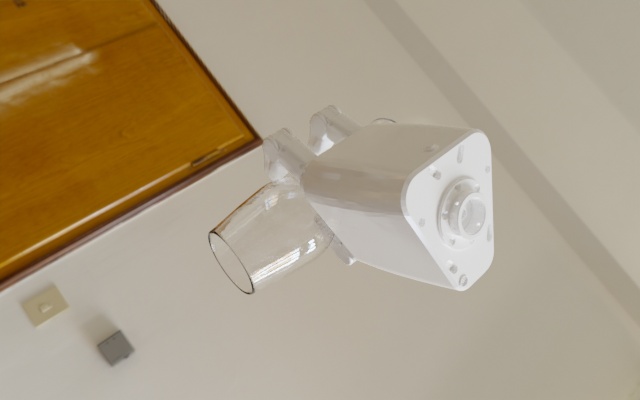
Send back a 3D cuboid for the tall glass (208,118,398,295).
[{"bbox_3d":[0.001,0.001,0.431,0.201,0.079,0.079,-34,17,-27],"label":"tall glass"}]
